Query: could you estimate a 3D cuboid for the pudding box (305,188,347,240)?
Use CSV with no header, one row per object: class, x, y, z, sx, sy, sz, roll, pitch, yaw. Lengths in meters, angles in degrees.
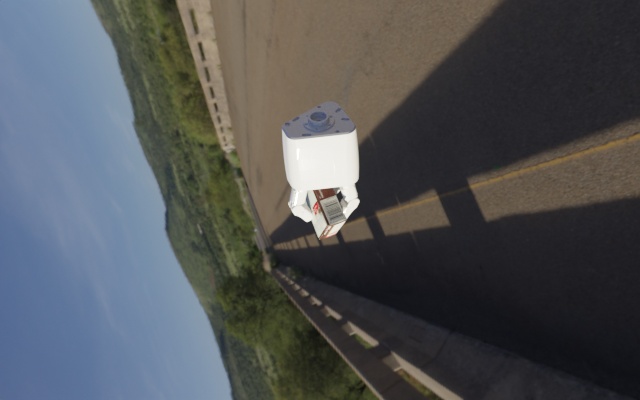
pudding box,0.000,0.003,0.841,0.039,0.113,0.090,-17,-15,-15
